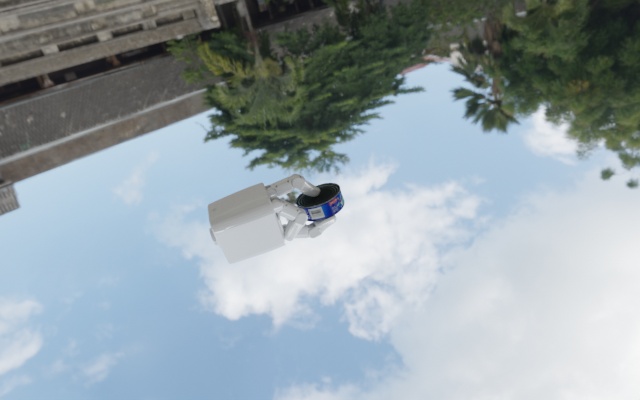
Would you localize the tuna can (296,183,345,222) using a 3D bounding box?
[{"bbox_3d":[0.000,0.003,0.873,0.086,0.034,0.086,-17,25,8],"label":"tuna can"}]
